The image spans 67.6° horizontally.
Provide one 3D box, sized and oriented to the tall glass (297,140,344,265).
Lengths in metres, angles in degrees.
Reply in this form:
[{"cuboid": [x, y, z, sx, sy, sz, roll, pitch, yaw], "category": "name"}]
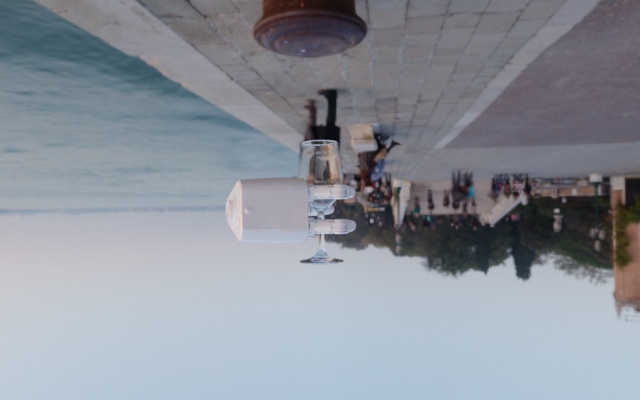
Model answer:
[{"cuboid": [0.000, 0.003, 0.797, 0.079, 0.201, 0.079, -1, -1, 0], "category": "tall glass"}]
